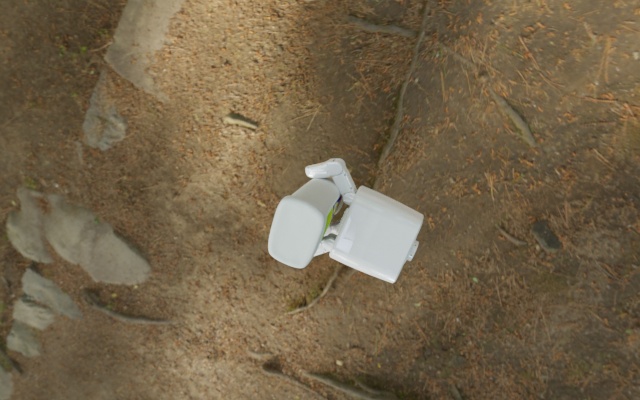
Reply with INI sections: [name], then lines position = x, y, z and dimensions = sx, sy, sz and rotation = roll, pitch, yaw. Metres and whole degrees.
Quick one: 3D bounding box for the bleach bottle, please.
[bleach bottle]
position = 0.000, 0.002, 0.731
dimensions = 0.068, 0.103, 0.250
rotation = 23, 26, 8
